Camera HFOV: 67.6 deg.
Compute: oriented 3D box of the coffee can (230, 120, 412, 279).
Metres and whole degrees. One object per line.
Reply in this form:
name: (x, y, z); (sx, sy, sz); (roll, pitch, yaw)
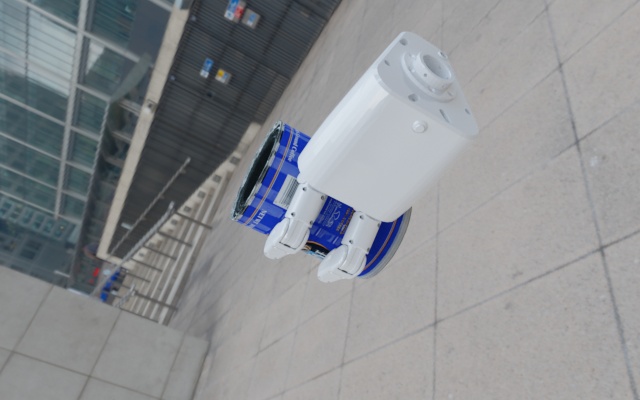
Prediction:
coffee can: (0.000, 0.002, 0.456); (0.140, 0.103, 0.103); (26, -8, -16)
